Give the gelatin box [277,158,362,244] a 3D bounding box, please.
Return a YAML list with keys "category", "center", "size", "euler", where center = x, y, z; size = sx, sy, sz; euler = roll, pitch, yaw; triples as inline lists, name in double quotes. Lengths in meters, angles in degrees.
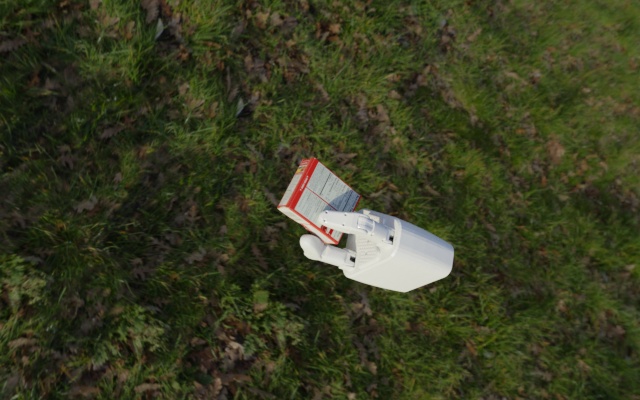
- category: "gelatin box"
  center: [0.000, 0.002, 0.591]
  size: [0.089, 0.073, 0.030]
  euler: [38, -22, -29]
